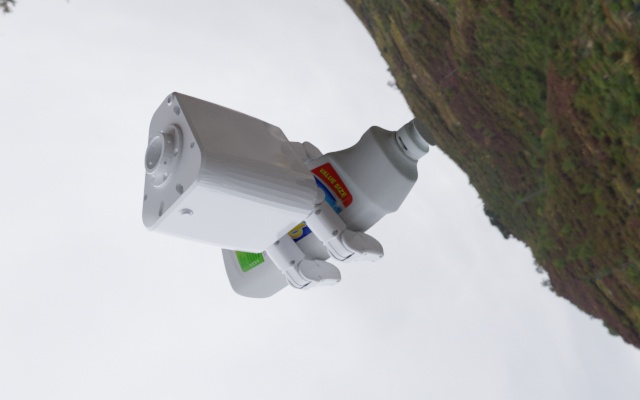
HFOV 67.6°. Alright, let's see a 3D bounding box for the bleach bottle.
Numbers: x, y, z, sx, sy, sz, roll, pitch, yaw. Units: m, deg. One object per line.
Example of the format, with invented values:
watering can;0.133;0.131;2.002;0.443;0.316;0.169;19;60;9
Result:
bleach bottle;0.000;0.002;0.462;0.068;0.102;0.251;15;-42;-43
